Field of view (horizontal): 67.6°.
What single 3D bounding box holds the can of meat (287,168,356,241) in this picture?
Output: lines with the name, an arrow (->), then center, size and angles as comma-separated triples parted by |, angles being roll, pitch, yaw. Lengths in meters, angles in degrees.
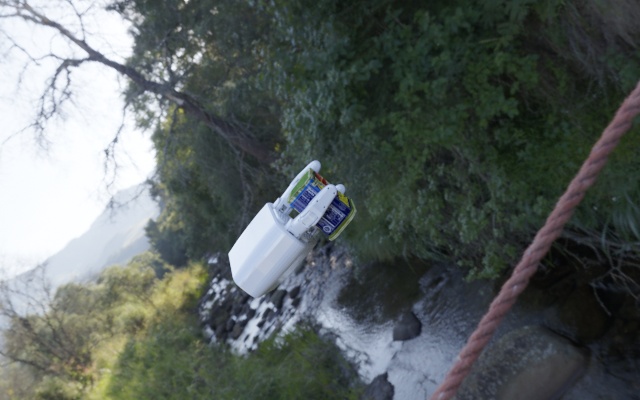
can of meat -> 0.000, 0.002, 0.697 | 0.084, 0.057, 0.102 | 39, 9, -8
